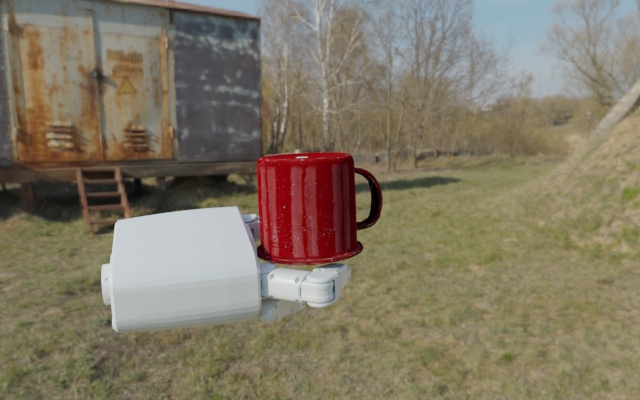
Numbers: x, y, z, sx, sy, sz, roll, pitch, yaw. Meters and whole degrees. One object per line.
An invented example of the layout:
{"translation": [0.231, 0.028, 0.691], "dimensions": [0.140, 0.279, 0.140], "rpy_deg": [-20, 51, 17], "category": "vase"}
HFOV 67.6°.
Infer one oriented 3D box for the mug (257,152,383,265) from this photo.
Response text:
{"translation": [0.001, 0.001, 0.407], "dimensions": [0.117, 0.081, 0.093], "rpy_deg": [-5, 9, -19], "category": "mug"}
